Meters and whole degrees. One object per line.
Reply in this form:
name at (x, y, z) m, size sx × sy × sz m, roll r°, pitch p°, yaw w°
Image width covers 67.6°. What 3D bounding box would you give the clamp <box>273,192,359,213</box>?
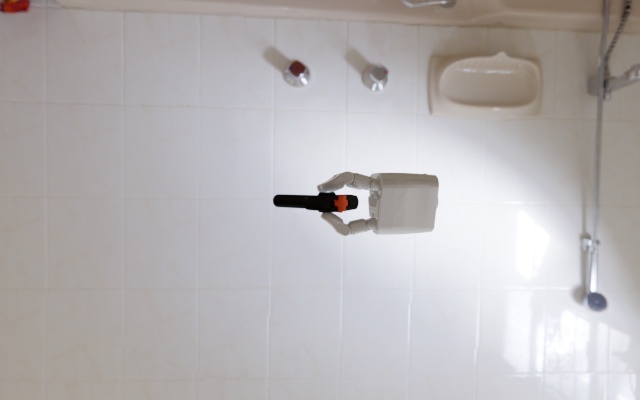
clamp at (0.000, 0.004, 0.840) m, size 0.164 × 0.036 × 0.210 m, roll -1°, pitch 2°, yaw -7°
